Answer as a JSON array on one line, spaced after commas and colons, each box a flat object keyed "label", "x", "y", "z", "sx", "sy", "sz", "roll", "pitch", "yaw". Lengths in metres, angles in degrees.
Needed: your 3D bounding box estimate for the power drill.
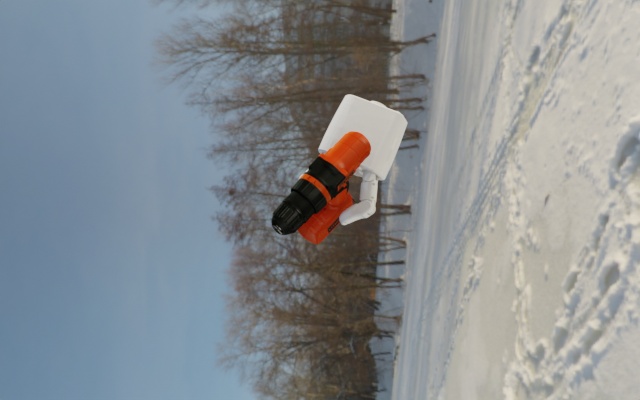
[{"label": "power drill", "x": 0.000, "y": 0.002, "z": 0.717, "sx": 0.057, "sy": 0.184, "sz": 0.188, "roll": 41, "pitch": -18, "yaw": 12}]
